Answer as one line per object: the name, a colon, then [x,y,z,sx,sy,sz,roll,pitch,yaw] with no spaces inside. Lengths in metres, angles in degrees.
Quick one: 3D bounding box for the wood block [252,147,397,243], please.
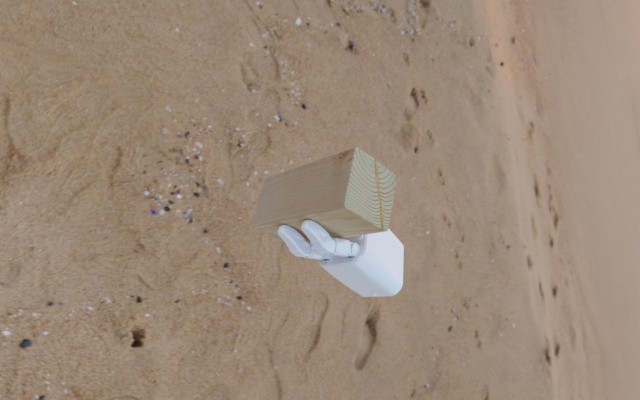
wood block: [0.001,0.002,0.711,0.090,0.090,0.206,30,-29,-34]
